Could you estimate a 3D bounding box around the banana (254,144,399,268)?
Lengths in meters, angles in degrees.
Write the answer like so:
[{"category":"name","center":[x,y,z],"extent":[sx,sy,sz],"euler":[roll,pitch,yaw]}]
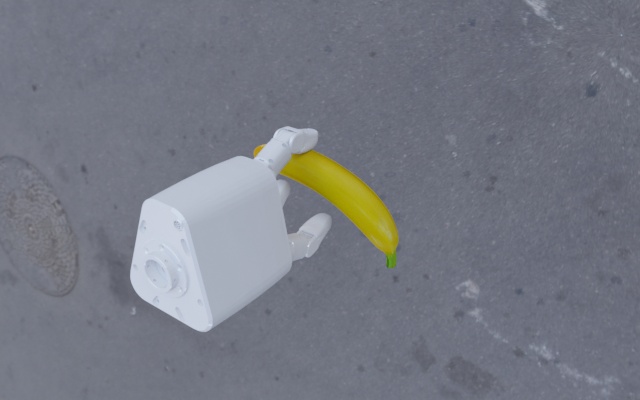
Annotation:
[{"category":"banana","center":[0.010,-0.008,0.492],"extent":[0.037,0.198,0.070],"euler":[-39,-14,-48]}]
